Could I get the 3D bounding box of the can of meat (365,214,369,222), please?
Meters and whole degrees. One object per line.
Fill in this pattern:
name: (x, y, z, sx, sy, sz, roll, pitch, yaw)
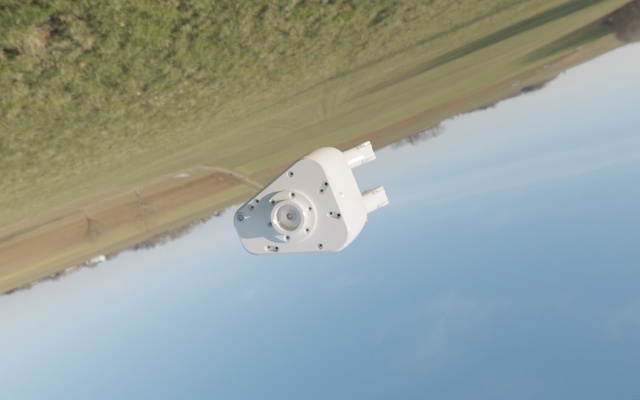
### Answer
can of meat: (0.000, 0.002, 0.587, 0.102, 0.084, 0.057, -21, 4, 12)
